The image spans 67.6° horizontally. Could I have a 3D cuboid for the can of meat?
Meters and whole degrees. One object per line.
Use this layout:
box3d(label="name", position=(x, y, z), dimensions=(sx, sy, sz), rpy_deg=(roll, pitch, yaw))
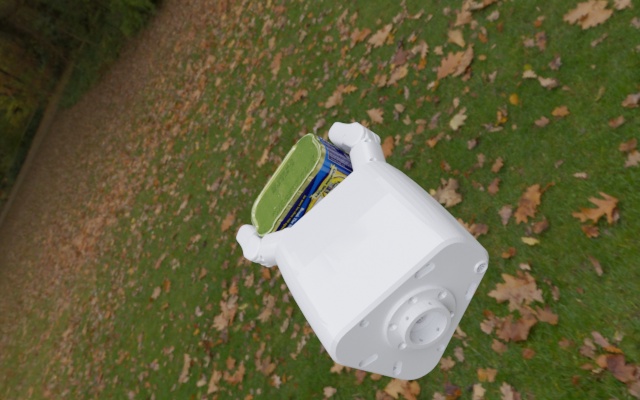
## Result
box3d(label="can of meat", position=(0.000, 0.001, 0.424), dimensions=(0.084, 0.102, 0.057), rpy_deg=(26, 18, -33))
